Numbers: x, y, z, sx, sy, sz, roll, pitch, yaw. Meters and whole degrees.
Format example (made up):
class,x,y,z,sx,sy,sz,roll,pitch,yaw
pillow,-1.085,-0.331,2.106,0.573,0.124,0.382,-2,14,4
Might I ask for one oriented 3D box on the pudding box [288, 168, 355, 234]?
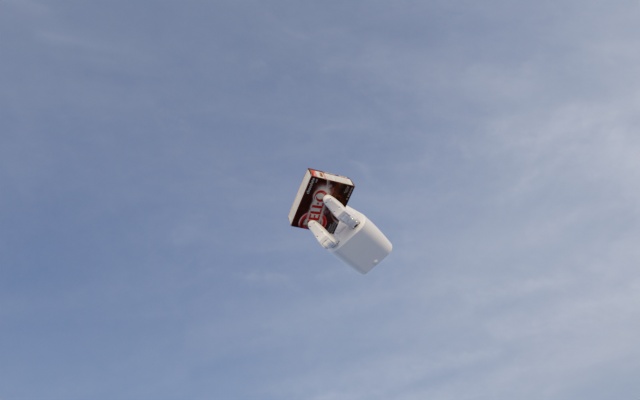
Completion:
class,x,y,z,sx,sy,sz,roll,pitch,yaw
pudding box,0.000,0.003,0.889,0.090,0.113,0.039,12,24,-23
